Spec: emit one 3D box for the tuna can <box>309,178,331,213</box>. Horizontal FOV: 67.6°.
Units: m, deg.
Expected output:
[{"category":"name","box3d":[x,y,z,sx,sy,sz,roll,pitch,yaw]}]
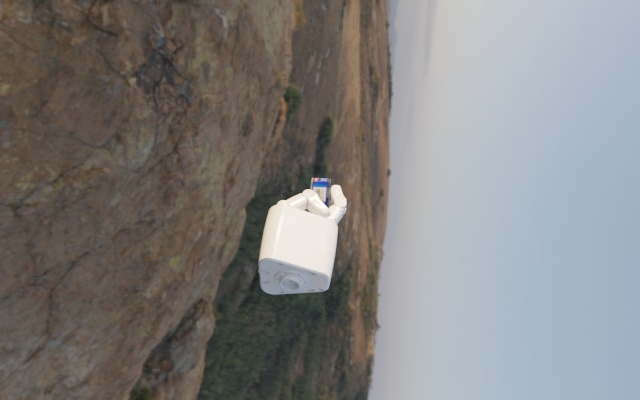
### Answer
[{"category":"tuna can","box3d":[0.001,0.003,0.844,0.034,0.086,0.086,2,0,3]}]
